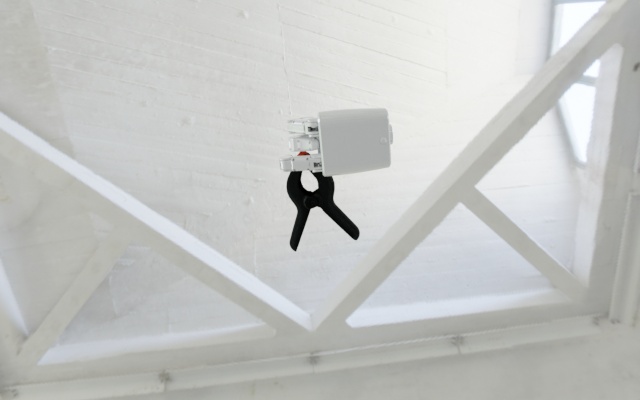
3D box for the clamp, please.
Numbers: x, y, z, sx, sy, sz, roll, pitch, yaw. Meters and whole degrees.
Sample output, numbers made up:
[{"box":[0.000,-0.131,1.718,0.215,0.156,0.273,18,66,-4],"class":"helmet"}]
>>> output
[{"box":[0.000,0.002,0.784,0.120,0.171,0.039,-5,21,2],"class":"clamp"}]
